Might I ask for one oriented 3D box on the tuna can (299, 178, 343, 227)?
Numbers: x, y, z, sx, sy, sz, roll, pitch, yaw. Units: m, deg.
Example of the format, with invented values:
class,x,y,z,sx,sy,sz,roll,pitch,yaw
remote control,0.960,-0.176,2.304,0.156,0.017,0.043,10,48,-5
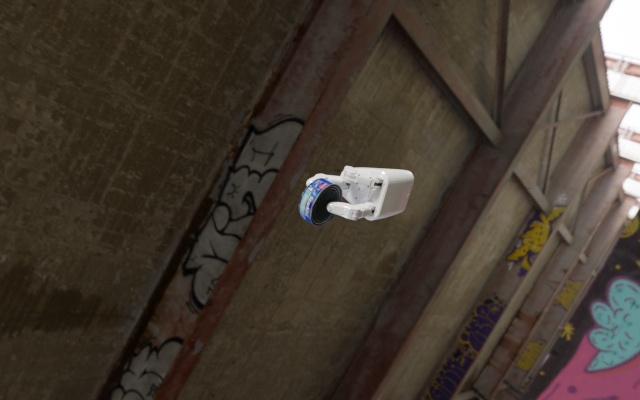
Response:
class,x,y,z,sx,sy,sz,roll,pitch,yaw
tuna can,0.000,0.003,0.873,0.033,0.086,0.086,30,17,32
